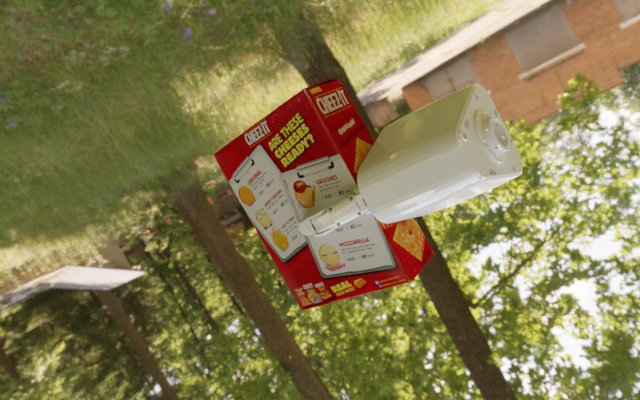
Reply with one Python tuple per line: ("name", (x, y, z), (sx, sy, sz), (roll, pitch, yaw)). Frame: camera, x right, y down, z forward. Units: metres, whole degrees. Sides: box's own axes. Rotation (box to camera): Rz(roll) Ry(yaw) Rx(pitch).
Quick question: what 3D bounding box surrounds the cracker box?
("cracker box", (0.000, 0.002, 0.528), (0.164, 0.214, 0.072), (-25, 5, 41))
